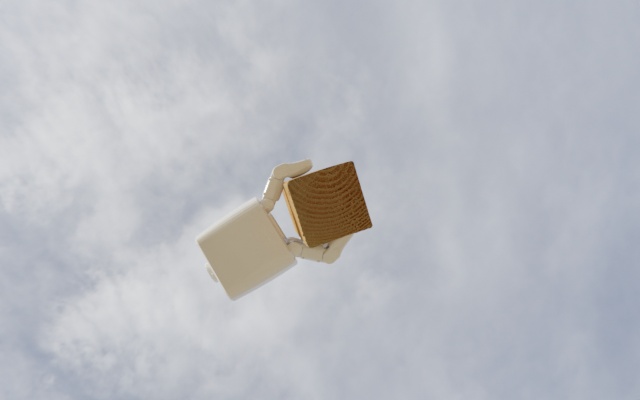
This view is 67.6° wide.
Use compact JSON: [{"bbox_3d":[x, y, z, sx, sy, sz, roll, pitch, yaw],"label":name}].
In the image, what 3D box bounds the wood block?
[{"bbox_3d":[0.000,0.002,0.695,0.090,0.091,0.206,-18,4,-7],"label":"wood block"}]
